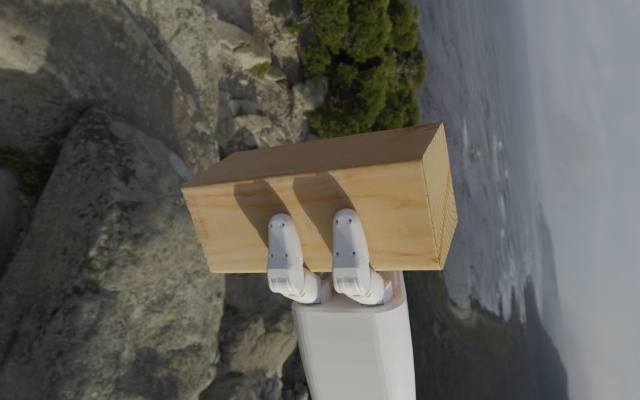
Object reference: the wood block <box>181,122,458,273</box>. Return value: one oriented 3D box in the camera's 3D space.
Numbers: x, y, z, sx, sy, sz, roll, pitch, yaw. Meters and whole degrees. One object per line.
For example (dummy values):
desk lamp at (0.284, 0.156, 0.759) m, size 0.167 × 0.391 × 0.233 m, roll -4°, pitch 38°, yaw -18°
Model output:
wood block at (0.000, 0.002, 0.406) m, size 0.206 × 0.090 × 0.090 m, roll -5°, pitch 21°, yaw 26°
